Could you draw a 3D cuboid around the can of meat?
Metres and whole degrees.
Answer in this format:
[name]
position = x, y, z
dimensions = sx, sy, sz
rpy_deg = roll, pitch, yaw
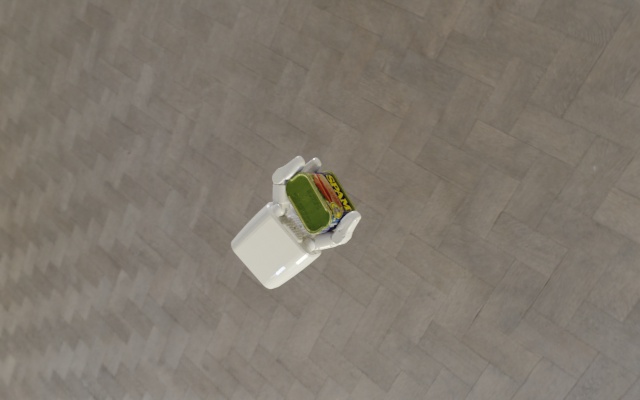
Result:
[can of meat]
position = 0.000, 0.003, 0.757
dimensions = 0.057, 0.102, 0.084
rpy_deg = -38, -16, 26
